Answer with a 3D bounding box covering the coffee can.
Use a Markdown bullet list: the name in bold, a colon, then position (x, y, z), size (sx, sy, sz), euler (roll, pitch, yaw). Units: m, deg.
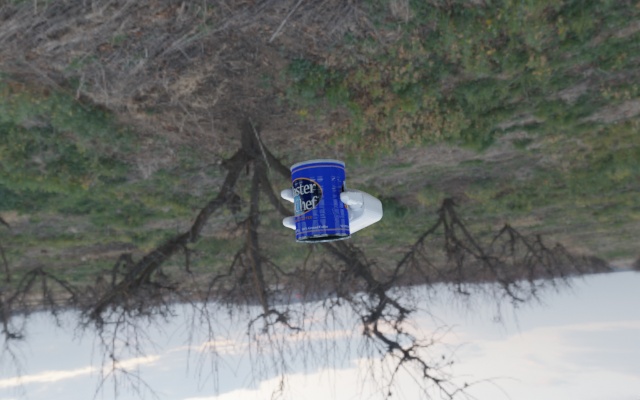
- **coffee can**: position (0.000, 0.003, 0.891), size (0.103, 0.140, 0.103), euler (-4, -10, -1)
